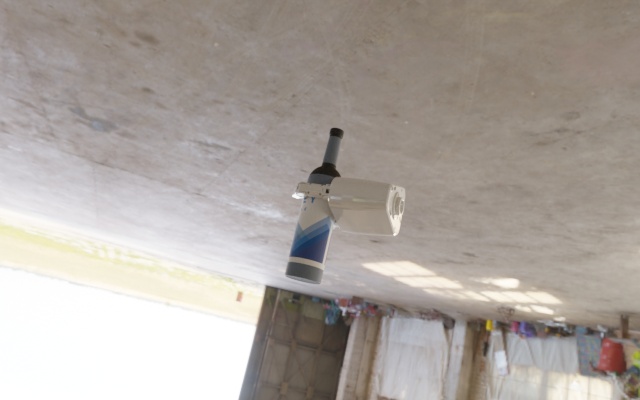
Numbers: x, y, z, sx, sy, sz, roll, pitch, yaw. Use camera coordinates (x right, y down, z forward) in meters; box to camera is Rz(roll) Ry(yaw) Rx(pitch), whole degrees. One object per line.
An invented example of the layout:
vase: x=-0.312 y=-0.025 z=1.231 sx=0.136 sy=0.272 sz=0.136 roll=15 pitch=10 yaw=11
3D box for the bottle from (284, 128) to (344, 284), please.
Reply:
bottle: x=0.000 y=0.003 z=0.885 sx=0.069 sy=0.295 sz=0.069 roll=12 pitch=-15 yaw=3
